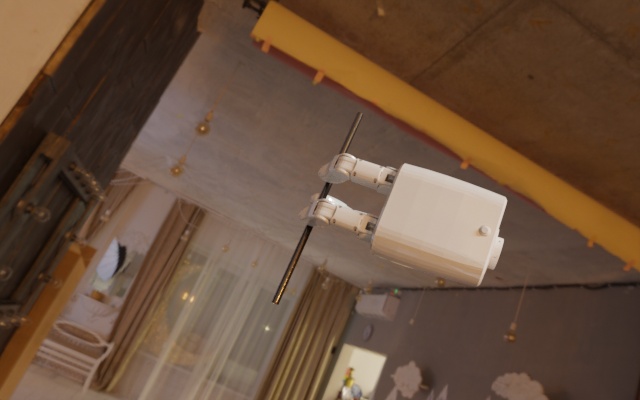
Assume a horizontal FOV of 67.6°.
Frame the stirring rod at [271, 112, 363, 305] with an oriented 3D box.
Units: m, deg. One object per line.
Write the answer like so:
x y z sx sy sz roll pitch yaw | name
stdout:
0.000 0.002 0.529 0.011 0.239 0.011 22 -18 8 | stirring rod
